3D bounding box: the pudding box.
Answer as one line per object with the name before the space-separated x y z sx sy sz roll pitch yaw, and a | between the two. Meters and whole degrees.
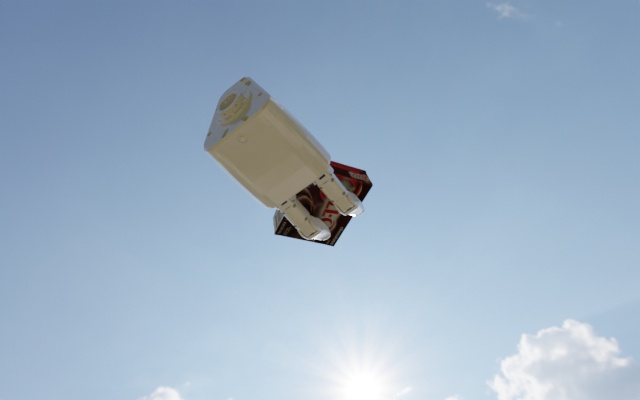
pudding box | 0.000 0.002 0.612 0.090 0.113 0.039 14 36 -25
